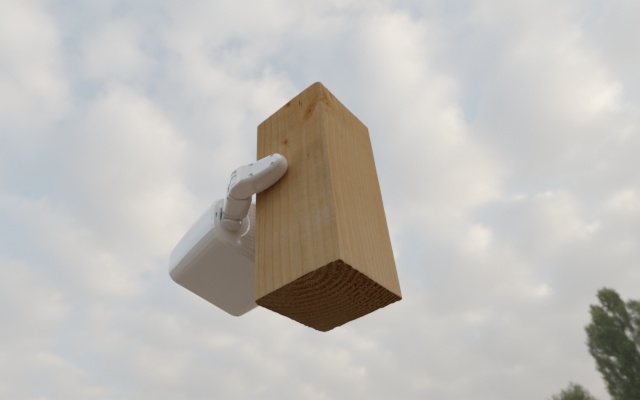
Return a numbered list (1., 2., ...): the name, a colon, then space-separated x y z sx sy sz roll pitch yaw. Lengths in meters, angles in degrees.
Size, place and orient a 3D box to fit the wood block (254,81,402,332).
1. wood block: 0.000 0.001 0.448 0.090 0.206 0.091 -31 -45 27
